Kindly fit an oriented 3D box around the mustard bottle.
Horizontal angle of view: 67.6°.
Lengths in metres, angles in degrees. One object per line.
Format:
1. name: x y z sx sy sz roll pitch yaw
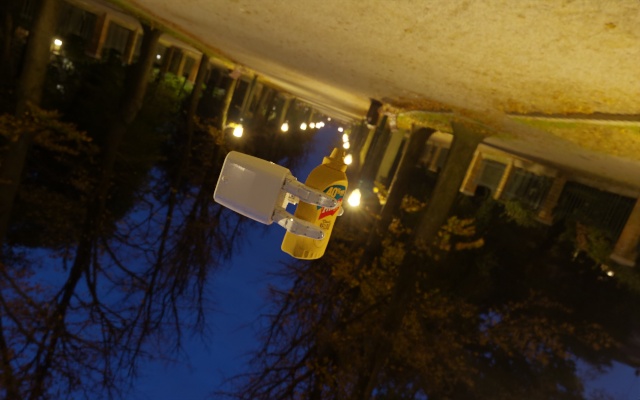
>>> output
1. mustard bottle: 0.000 0.003 0.813 0.058 0.191 0.096 26 11 32
